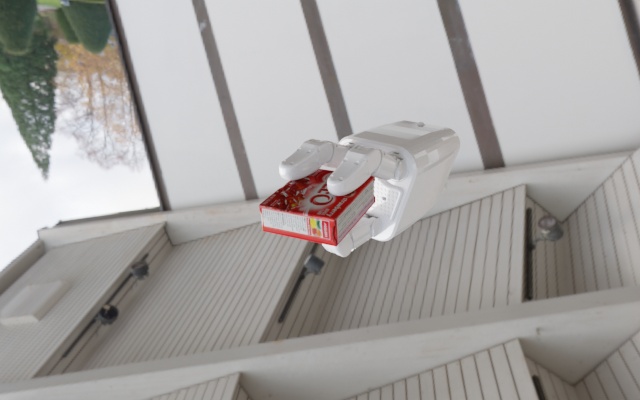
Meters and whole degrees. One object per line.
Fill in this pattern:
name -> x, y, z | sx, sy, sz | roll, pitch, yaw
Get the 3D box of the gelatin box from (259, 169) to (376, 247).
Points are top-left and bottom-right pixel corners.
gelatin box -> 0.000, 0.002, 0.428 | 0.073, 0.030, 0.089 | 10, 31, 26
